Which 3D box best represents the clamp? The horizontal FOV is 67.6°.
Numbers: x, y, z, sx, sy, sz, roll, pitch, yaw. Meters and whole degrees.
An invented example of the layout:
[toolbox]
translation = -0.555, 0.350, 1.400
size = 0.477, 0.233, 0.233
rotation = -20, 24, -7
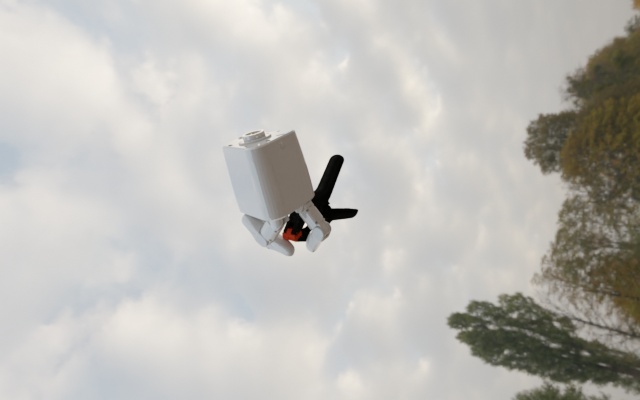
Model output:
[clamp]
translation = 0.000, 0.003, 0.770
size = 0.039, 0.120, 0.171
rotation = -1, 23, 40
